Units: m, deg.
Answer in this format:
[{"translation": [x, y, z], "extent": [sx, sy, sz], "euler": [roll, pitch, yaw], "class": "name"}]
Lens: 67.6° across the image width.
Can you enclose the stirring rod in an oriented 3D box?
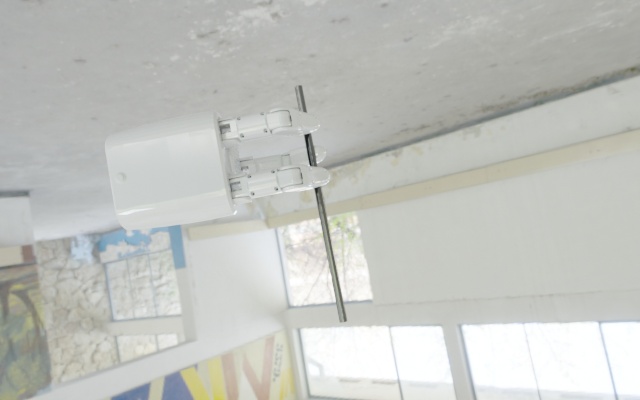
[{"translation": [0.000, 0.001, 0.479], "extent": [0.011, 0.239, 0.011], "euler": [-11, -4, -1], "class": "stirring rod"}]
